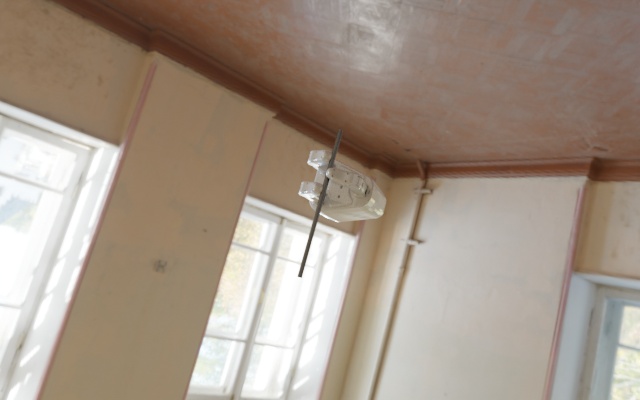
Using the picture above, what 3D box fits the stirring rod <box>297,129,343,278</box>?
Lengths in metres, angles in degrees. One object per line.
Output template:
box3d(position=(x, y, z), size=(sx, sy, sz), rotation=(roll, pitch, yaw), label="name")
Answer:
box3d(position=(0.000, 0.002, 0.741), size=(0.011, 0.239, 0.011), rotation=(15, -10, 3), label="stirring rod")
